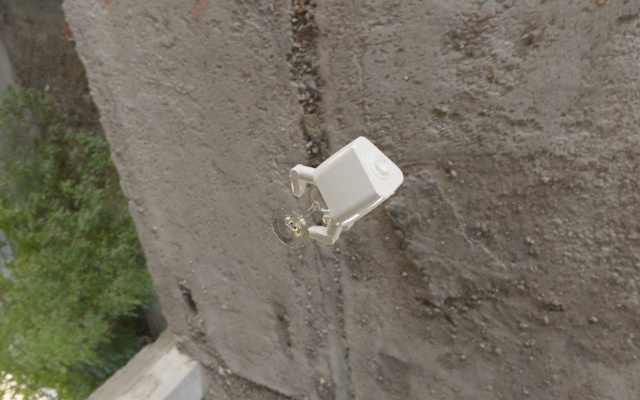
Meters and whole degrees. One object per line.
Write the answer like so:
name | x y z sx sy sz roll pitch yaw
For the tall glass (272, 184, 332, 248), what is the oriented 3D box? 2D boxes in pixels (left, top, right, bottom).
tall glass | 0.000 0.003 0.863 0.079 0.079 0.201 0 26 34
